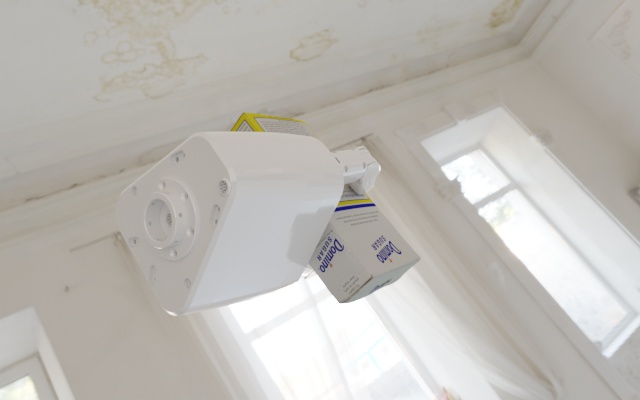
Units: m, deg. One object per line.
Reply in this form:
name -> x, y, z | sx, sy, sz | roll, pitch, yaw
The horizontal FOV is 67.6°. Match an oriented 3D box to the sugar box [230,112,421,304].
sugar box -> 0.000, 0.002, 0.413 | 0.048, 0.176, 0.093 | -47, -22, 27
